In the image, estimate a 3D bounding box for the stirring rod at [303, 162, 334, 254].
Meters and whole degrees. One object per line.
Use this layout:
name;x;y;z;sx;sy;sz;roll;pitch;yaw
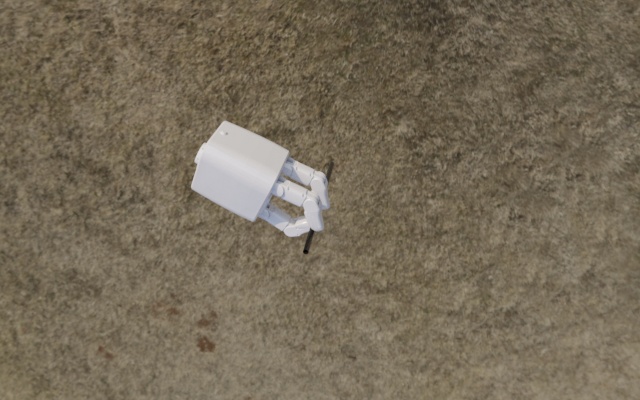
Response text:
stirring rod;0.000;0.002;0.742;0.011;0.011;0.239;0;34;12
